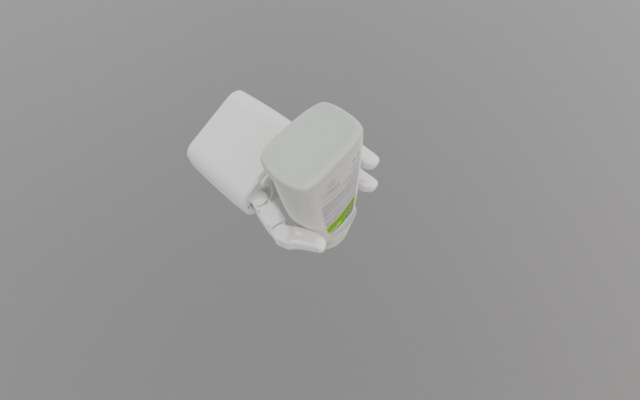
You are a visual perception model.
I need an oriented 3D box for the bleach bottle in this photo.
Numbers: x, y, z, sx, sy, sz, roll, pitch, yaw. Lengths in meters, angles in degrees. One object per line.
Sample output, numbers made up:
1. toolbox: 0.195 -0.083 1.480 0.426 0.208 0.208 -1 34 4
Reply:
1. bleach bottle: 0.000 0.002 0.553 0.068 0.102 0.251 38 -19 20
